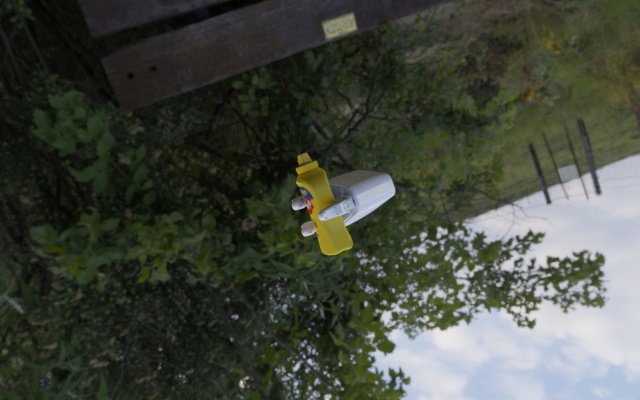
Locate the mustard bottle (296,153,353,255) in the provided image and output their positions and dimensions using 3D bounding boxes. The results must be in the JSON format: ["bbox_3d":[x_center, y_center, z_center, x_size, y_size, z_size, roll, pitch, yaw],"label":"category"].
[{"bbox_3d":[0.000,0.003,0.889,0.058,0.191,0.096,-21,4,-10],"label":"mustard bottle"}]
